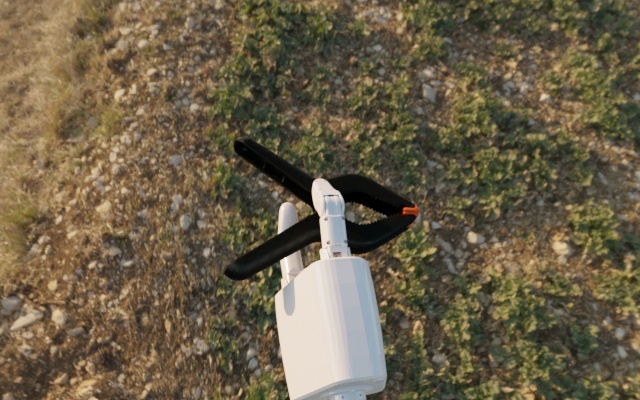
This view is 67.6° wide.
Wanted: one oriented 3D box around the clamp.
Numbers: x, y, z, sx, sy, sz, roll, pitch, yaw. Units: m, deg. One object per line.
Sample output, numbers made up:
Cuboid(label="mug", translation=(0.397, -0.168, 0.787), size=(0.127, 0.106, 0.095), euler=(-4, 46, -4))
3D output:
Cuboid(label="clamp", translation=(0.001, 0.001, 0.509), size=(0.210, 0.164, 0.036), euler=(-1, -30, -15))
